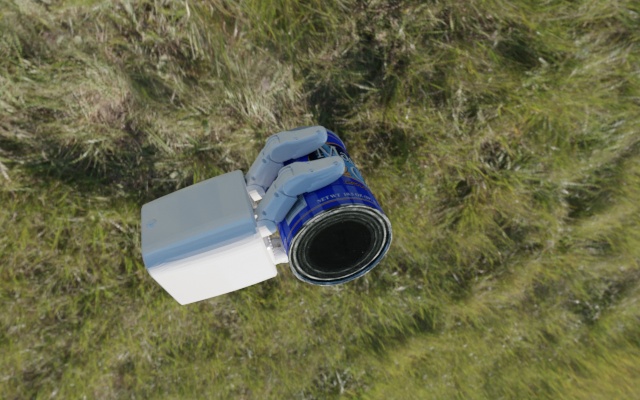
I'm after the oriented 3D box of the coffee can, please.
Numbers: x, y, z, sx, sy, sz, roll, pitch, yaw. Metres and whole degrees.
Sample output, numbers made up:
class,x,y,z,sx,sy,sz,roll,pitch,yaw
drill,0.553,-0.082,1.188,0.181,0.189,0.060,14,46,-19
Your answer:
class,x,y,z,sx,sy,sz,roll,pitch,yaw
coffee can,0.000,0.002,0.494,0.103,0.103,0.140,0,38,-21
